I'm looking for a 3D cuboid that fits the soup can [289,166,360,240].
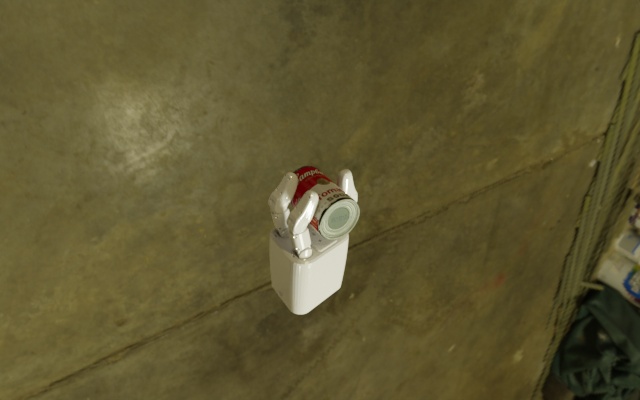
[{"bbox_3d":[0.000,0.002,0.680,0.068,0.068,0.102,0,29,-36],"label":"soup can"}]
